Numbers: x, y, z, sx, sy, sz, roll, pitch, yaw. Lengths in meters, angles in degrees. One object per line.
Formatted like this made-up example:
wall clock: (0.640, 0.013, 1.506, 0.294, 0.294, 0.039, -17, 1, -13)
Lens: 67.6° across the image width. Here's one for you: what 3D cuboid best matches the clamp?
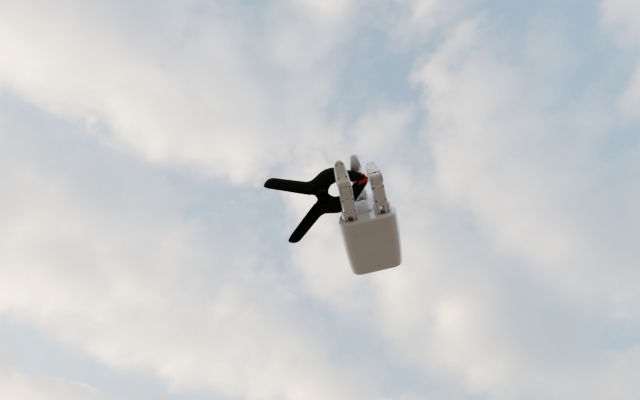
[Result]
clamp: (0.000, 0.002, 0.807, 0.171, 0.120, 0.039, -13, 24, 1)
